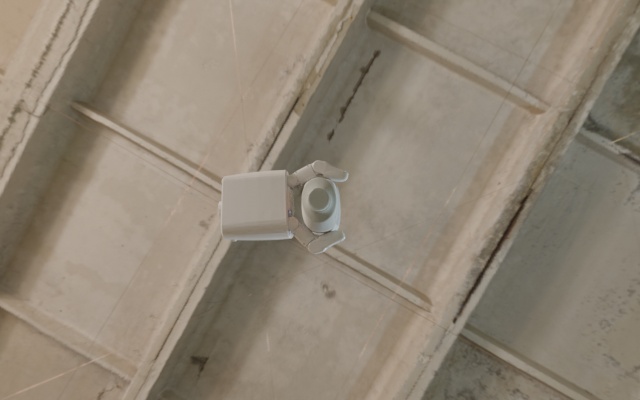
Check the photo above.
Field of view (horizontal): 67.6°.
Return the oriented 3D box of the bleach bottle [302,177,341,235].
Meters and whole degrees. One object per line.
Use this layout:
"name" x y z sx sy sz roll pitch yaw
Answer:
"bleach bottle" 0.000 0.003 0.768 0.068 0.102 0.251 -4 -6 1
